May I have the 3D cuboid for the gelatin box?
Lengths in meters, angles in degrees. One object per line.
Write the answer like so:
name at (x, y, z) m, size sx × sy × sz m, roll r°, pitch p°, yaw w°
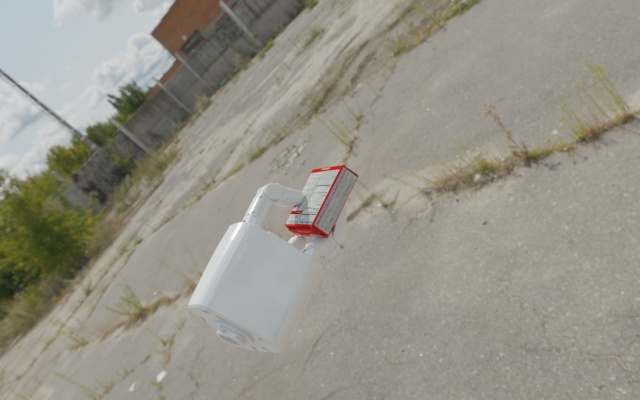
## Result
gelatin box at (0.000, 0.001, 0.590) m, size 0.030 × 0.089 × 0.073 m, roll 34°, pitch -18°, yaw -25°
